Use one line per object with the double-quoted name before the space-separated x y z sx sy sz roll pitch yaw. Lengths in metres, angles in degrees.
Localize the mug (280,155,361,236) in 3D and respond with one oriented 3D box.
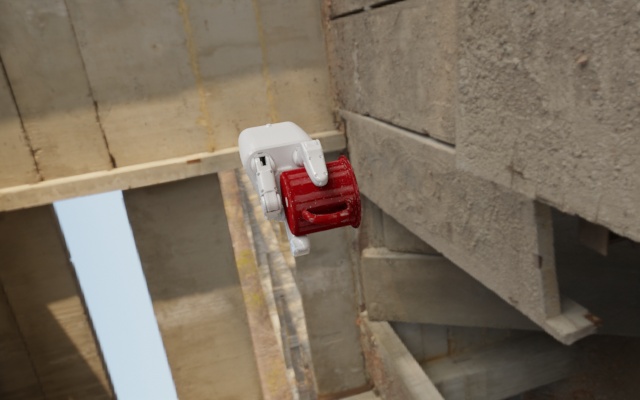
"mug" 0.000 0.003 0.575 0.081 0.093 0.117 -12 26 -11
